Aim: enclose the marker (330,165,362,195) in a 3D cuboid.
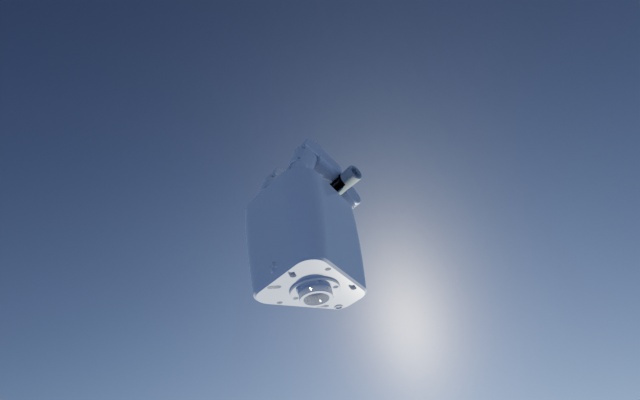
[{"bbox_3d":[0.000,0.002,0.554,0.020,0.020,0.121,0,-33,-50],"label":"marker"}]
